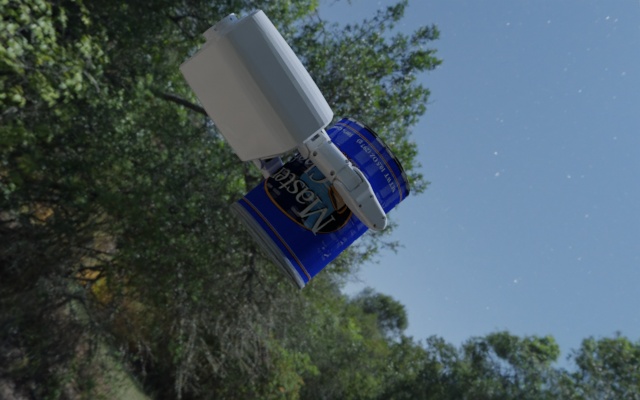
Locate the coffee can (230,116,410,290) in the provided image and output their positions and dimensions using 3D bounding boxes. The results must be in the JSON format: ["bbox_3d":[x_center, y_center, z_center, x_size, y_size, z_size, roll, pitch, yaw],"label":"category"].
[{"bbox_3d":[0.000,0.002,0.462,0.140,0.103,0.103,-39,9,-12],"label":"coffee can"}]
